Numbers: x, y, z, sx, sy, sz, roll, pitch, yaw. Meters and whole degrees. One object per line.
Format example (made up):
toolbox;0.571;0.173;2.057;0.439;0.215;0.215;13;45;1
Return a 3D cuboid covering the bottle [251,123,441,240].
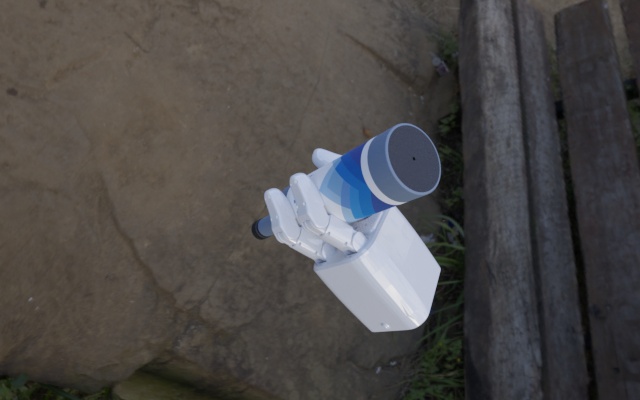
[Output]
bottle;0.000;0.002;0.531;0.069;0.069;0.296;0;-15;-35
